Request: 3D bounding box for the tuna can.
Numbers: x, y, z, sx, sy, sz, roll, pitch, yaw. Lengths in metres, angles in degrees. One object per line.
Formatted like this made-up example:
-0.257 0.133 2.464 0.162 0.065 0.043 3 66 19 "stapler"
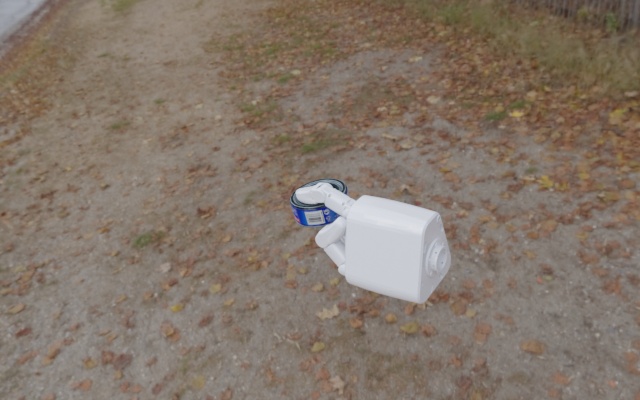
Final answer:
0.000 0.002 0.689 0.086 0.034 0.086 -12 29 7 "tuna can"
